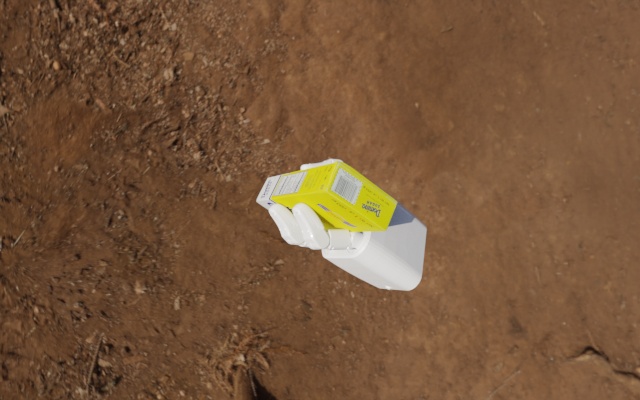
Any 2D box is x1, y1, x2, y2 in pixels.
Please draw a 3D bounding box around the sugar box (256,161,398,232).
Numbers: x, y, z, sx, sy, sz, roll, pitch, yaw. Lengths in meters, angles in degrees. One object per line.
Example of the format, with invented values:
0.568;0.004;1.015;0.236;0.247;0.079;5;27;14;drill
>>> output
0.000;0.002;0.590;0.093;0.048;0.176;34;-23;-25;sugar box
